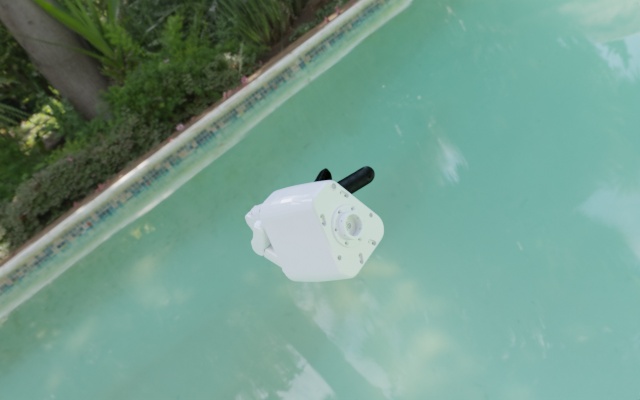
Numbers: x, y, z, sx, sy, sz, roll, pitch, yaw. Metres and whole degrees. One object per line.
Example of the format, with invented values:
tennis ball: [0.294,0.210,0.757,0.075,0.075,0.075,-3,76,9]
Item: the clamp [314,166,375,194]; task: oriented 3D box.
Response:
clamp: [0.000,0.002,0.686,0.120,0.039,0.171,-14,30,51]
